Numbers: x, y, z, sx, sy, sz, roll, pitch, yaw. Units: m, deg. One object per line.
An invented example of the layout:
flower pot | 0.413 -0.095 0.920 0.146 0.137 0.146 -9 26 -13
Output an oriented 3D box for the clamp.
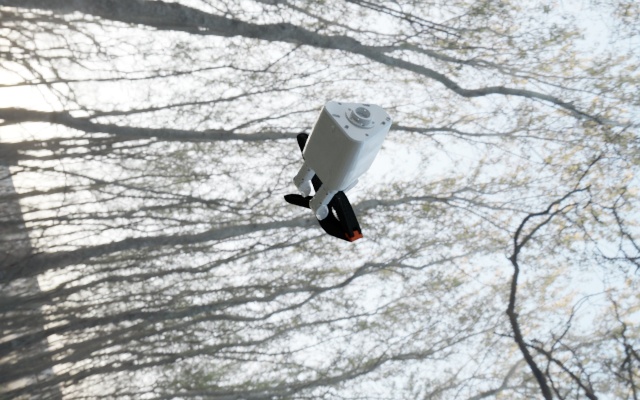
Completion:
clamp | 0.001 0.003 0.865 0.036 0.210 0.165 -20 -30 -32
